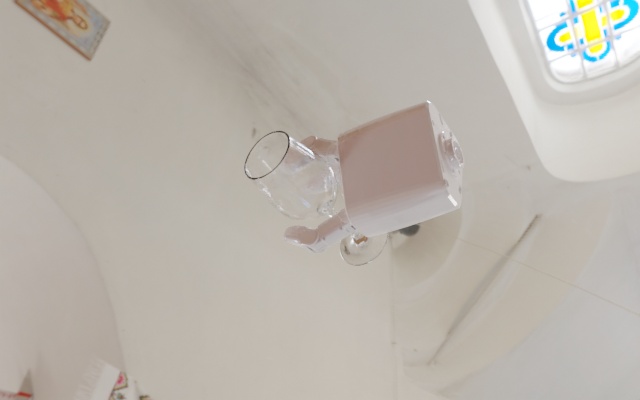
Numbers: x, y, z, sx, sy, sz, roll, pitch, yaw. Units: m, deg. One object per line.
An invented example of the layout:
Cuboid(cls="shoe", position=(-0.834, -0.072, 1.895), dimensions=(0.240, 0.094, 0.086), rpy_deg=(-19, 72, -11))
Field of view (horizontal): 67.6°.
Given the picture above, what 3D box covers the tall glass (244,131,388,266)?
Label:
Cuboid(cls="tall glass", position=(0.000, 0.002, 0.562), dimensions=(0.079, 0.079, 0.201), rpy_deg=(0, -30, 42))
